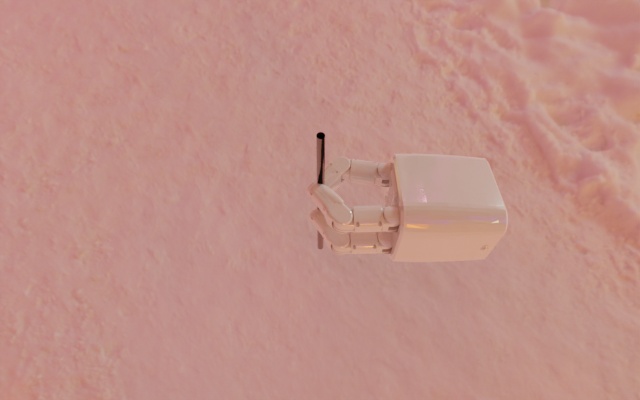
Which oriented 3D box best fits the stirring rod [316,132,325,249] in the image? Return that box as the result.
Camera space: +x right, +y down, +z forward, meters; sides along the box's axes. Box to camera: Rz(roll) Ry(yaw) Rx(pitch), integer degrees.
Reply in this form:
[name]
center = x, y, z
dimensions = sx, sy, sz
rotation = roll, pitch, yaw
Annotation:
[stirring rod]
center = 0.000, 0.002, 0.531
dimensions = 0.011, 0.011, 0.240
rotation = 0, -30, 0
